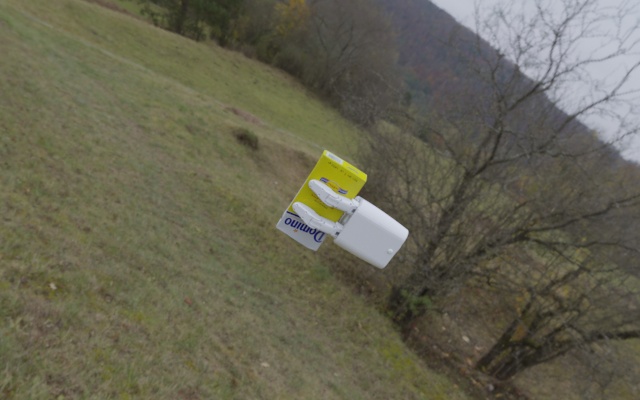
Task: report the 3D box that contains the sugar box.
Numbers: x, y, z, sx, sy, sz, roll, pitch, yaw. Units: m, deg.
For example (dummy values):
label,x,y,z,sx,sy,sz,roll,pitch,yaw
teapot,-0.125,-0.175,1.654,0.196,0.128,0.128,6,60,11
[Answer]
label,x,y,z,sx,sy,sz,roll,pitch,yaw
sugar box,0.000,0.003,0.895,0.093,0.176,0.048,32,20,-4
